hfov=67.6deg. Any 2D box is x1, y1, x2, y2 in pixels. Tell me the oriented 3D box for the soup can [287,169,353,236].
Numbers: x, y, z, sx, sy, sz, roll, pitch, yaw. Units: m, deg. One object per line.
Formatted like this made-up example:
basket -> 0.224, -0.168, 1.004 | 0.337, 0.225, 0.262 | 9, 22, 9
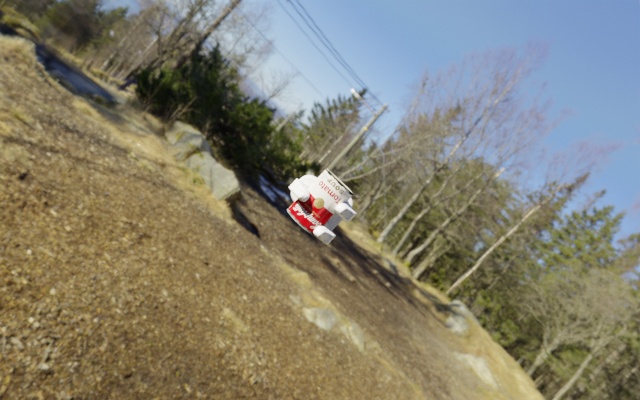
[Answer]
soup can -> 0.000, 0.003, 0.842 | 0.068, 0.102, 0.068 | 43, 5, -5
